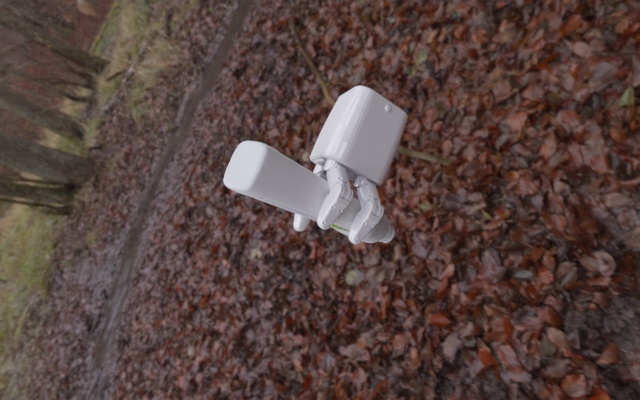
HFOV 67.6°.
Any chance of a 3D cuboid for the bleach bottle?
[{"bbox_3d":[0.000,0.002,0.655,0.251,0.068,0.102,26,-5,-31],"label":"bleach bottle"}]
